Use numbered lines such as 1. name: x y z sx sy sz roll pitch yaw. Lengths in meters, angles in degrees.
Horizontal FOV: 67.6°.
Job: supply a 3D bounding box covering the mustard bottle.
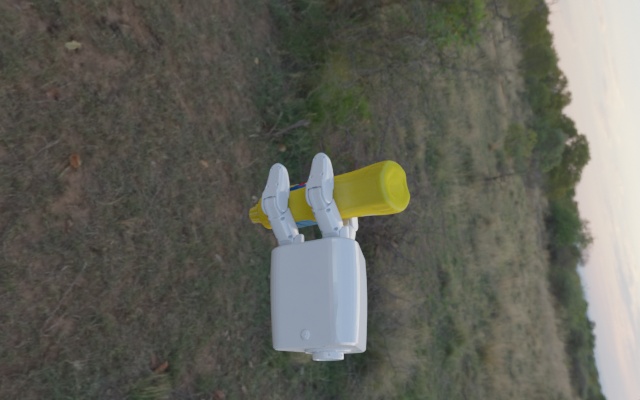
1. mustard bottle: 0.000 0.001 0.556 0.191 0.058 0.096 -12 0 25
